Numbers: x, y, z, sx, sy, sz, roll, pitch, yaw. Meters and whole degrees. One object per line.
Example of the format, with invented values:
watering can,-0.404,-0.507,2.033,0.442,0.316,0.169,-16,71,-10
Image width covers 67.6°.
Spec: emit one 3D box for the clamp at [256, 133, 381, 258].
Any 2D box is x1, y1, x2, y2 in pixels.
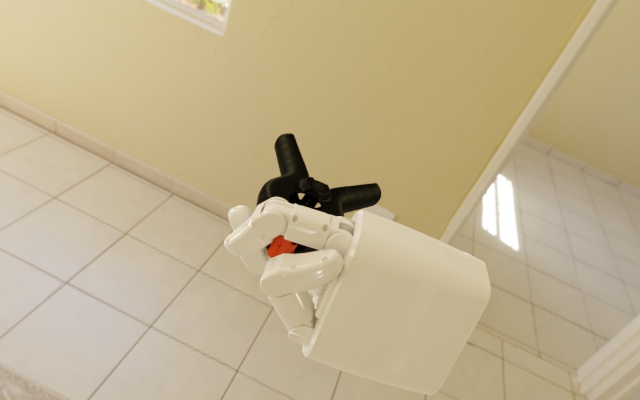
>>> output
clamp,0.000,0.001,0.431,0.120,0.039,0.171,21,33,-5
